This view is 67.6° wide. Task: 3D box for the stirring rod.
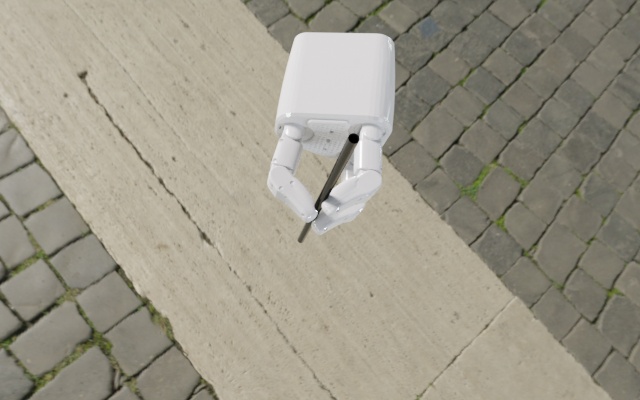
[{"bbox_3d":[0.000,0.001,0.429,0.011,0.011,0.240,0,-21,-11],"label":"stirring rod"}]
